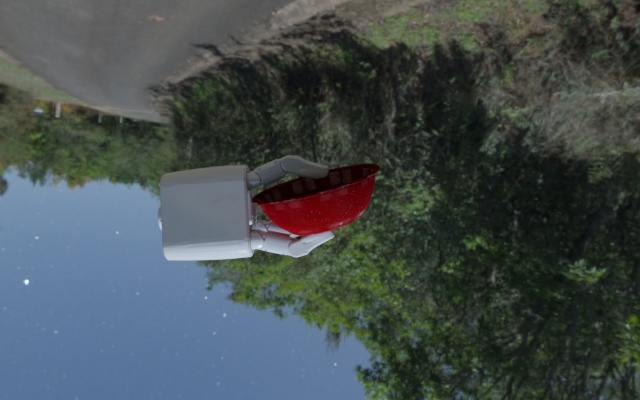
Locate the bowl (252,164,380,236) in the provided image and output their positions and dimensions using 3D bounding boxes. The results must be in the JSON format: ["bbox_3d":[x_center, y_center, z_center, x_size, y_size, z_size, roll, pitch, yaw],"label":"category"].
[{"bbox_3d":[0.001,0.002,0.590,0.162,0.055,0.162,-15,11,3],"label":"bowl"}]
